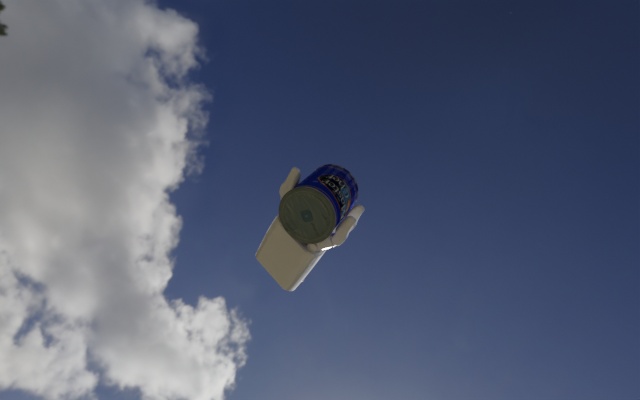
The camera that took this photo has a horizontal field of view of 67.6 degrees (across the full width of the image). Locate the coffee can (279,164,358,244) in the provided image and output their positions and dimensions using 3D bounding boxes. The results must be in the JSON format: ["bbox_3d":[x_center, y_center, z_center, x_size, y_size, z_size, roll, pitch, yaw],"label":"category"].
[{"bbox_3d":[0.000,0.003,0.858,0.103,0.103,0.140,0,20,22],"label":"coffee can"}]
